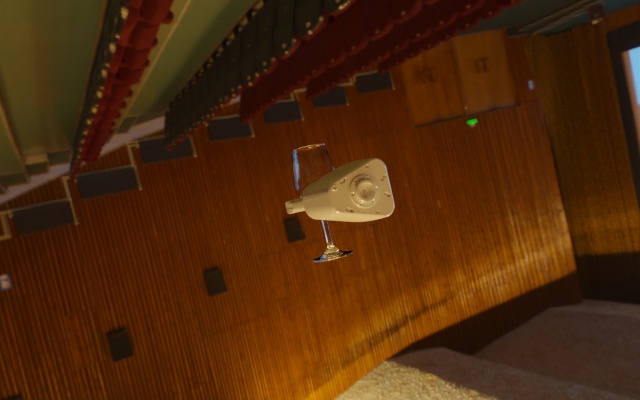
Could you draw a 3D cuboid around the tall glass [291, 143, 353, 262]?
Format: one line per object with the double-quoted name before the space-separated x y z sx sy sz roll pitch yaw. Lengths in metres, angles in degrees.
"tall glass" 0.000 0.003 0.849 0.079 0.201 0.079 -13 1 0
